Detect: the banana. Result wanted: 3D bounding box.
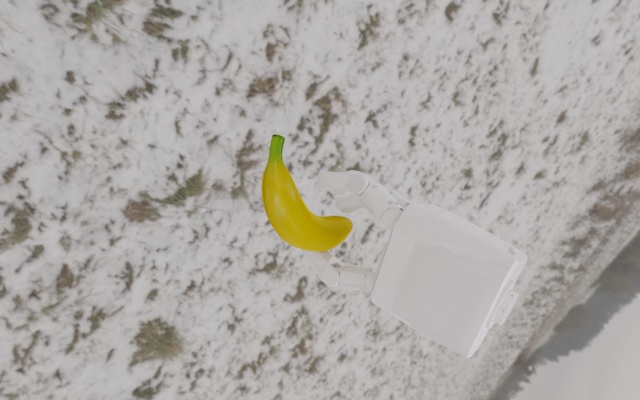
[{"bbox_3d":[-0.011,0.016,0.470,0.037,0.069,0.198,26,-13,29],"label":"banana"}]
